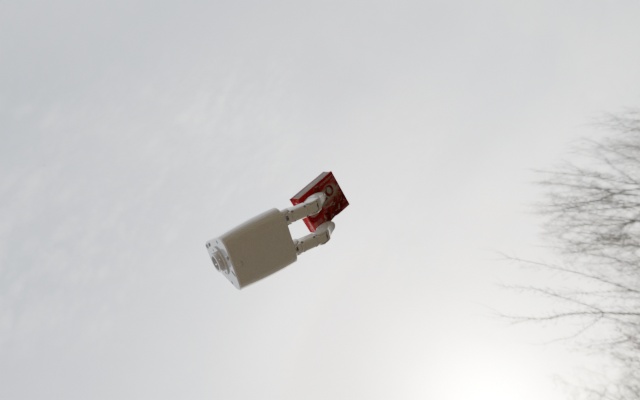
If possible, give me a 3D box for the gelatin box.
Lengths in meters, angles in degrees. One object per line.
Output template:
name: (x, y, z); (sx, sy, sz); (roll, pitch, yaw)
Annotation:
gelatin box: (0.000, 0.003, 0.835); (0.089, 0.073, 0.030); (-41, 23, -26)
